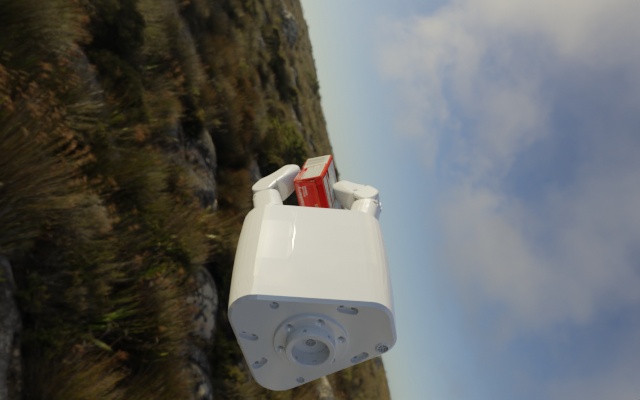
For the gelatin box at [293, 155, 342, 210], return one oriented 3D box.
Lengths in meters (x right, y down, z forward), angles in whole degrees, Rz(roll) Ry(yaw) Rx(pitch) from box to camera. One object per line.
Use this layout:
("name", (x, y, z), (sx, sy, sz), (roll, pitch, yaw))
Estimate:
("gelatin box", (0.001, 0.001, 0.471), (0.030, 0.073, 0.089), (-9, 17, 10))
